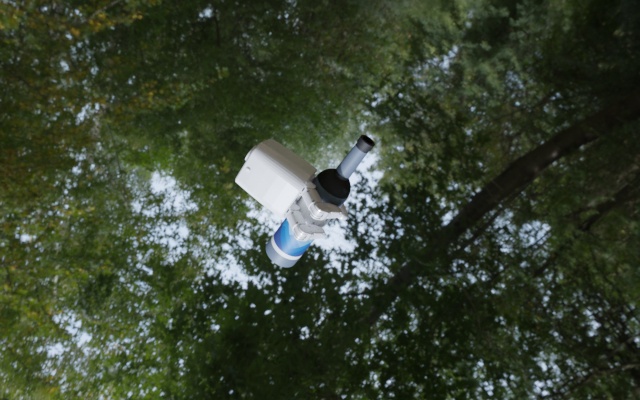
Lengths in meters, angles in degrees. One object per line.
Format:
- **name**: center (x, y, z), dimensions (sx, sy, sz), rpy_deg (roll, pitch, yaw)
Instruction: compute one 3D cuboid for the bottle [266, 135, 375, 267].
- **bottle**: center (0.000, 0.003, 0.842), dimensions (0.069, 0.069, 0.296), rpy_deg (0, -43, -45)
